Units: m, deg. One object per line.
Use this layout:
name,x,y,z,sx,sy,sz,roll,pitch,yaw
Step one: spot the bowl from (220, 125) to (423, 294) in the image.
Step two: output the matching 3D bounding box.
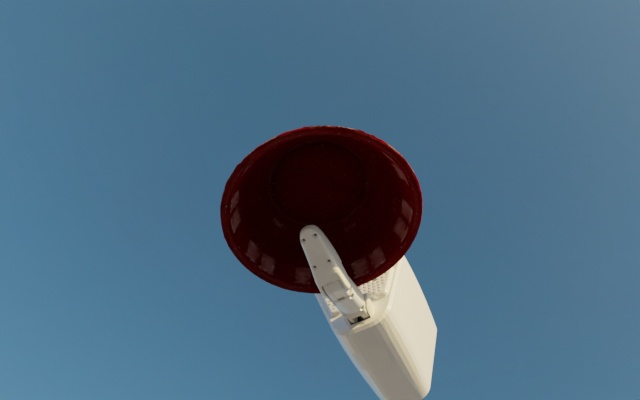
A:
bowl,0.000,0.000,0.401,0.162,0.162,0.055,0,33,-4
